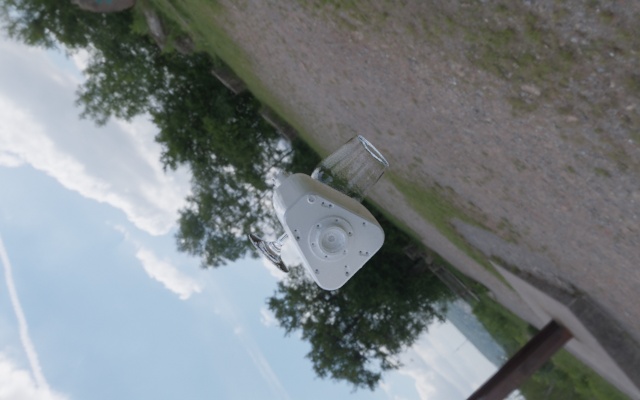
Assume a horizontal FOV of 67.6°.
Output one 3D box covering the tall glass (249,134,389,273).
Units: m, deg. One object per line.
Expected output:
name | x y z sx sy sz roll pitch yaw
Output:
tall glass | 0.000 0.003 0.645 0.201 0.079 0.079 -45 1 1
